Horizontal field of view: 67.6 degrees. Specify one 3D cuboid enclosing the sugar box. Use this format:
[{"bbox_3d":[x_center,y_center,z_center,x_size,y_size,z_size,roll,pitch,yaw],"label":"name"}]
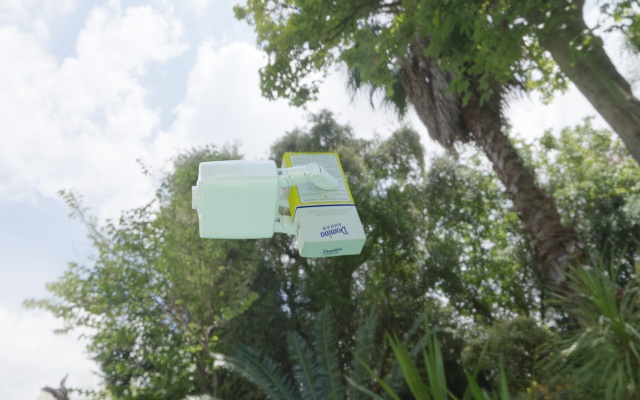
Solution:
[{"bbox_3d":[0.000,0.003,0.725,0.093,0.176,0.048,-2,-38,-16],"label":"sugar box"}]
